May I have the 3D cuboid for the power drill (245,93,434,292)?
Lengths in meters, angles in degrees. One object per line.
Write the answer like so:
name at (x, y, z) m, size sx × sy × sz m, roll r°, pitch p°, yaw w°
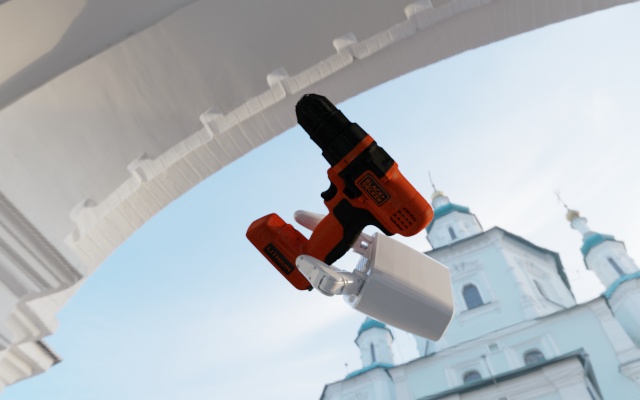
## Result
power drill at (0.000, 0.002, 0.526) m, size 0.188 × 0.184 × 0.057 m, roll -42°, pitch 1°, yaw 32°
